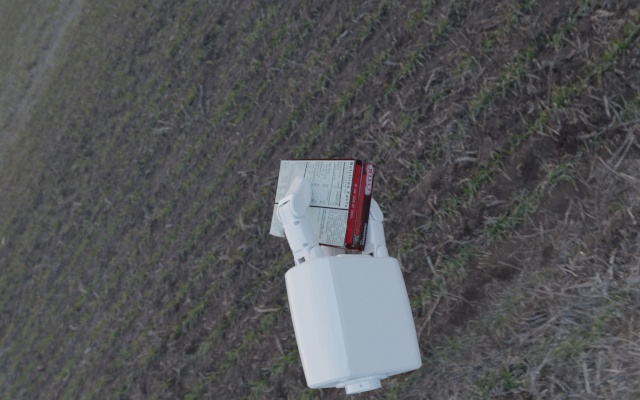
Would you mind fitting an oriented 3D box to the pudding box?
[{"bbox_3d":[0.000,0.002,0.502,0.113,0.090,0.039,5,-6,41],"label":"pudding box"}]
